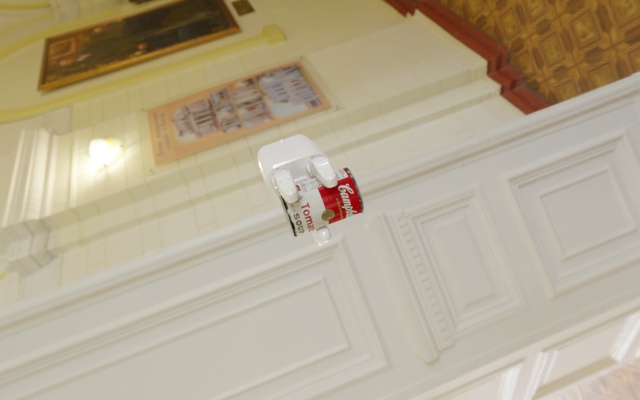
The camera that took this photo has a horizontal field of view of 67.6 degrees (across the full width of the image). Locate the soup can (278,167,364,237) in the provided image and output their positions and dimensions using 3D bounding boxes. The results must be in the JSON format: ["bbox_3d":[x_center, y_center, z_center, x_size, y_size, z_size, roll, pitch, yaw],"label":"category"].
[{"bbox_3d":[0.000,0.003,0.659,0.102,0.068,0.068,-20,2,-7],"label":"soup can"}]
